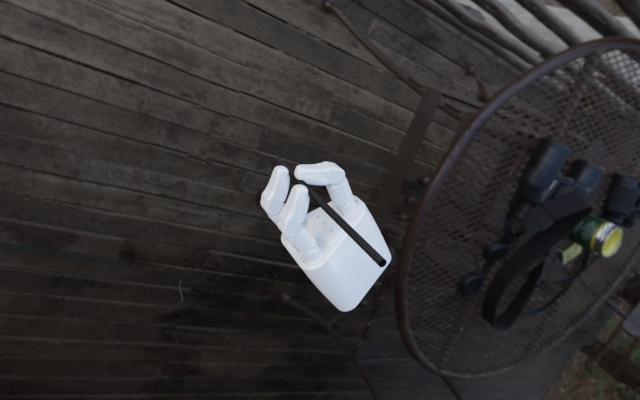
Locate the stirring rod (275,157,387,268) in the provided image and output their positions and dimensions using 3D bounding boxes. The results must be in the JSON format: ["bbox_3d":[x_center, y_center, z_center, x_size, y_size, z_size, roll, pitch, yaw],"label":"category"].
[{"bbox_3d":[0.000,0.002,0.501,0.011,0.011,0.239,0,26,-29],"label":"stirring rod"}]
